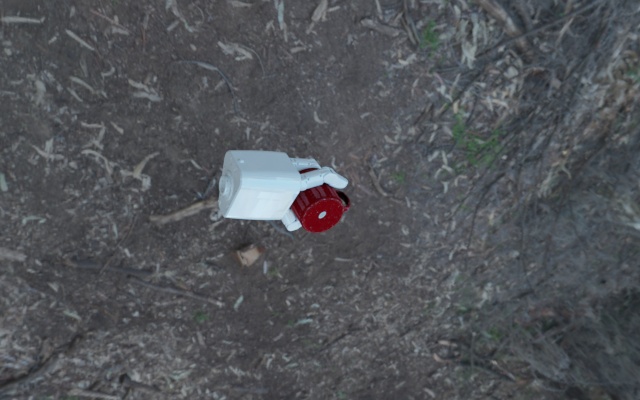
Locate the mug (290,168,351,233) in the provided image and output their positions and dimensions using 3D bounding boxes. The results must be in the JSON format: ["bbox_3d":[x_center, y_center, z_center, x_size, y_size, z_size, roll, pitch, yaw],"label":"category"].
[{"bbox_3d":[0.001,0.003,0.851,0.117,0.093,0.081,1,38,-30],"label":"mug"}]
